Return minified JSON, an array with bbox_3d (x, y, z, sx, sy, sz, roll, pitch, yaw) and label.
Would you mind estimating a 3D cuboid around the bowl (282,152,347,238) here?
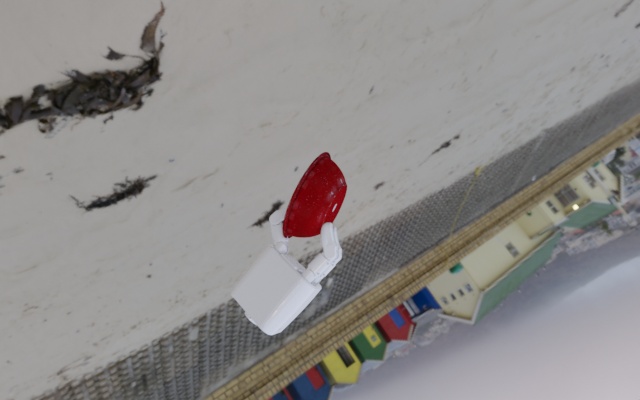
[{"bbox_3d":[0.001,0.002,0.800,0.055,0.162,0.162,26,6,13],"label":"bowl"}]
